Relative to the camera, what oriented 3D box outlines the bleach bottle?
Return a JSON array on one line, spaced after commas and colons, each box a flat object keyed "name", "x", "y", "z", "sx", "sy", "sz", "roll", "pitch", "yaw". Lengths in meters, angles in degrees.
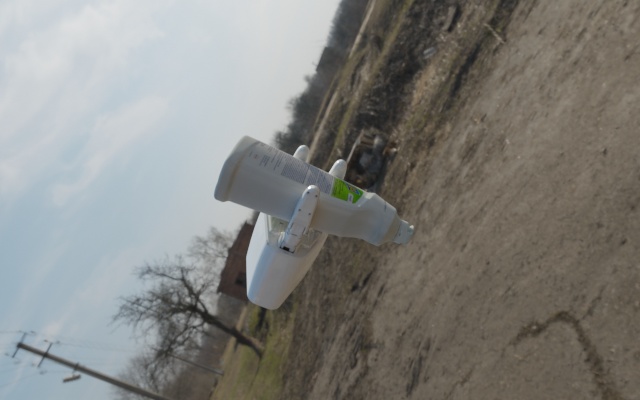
[{"name": "bleach bottle", "x": 0.000, "y": 0.002, "z": 0.611, "sx": 0.251, "sy": 0.068, "sz": 0.102, "roll": 23, "pitch": 31, "yaw": -4}]
